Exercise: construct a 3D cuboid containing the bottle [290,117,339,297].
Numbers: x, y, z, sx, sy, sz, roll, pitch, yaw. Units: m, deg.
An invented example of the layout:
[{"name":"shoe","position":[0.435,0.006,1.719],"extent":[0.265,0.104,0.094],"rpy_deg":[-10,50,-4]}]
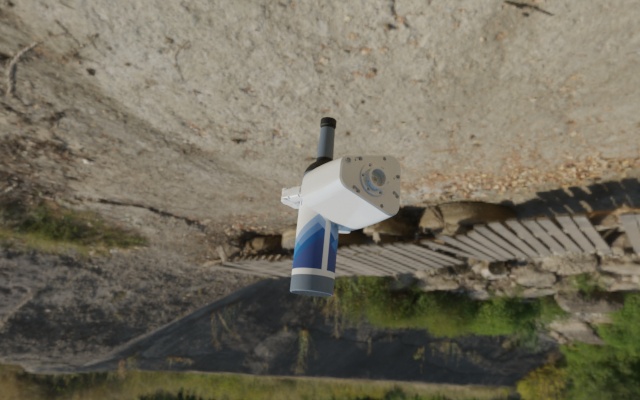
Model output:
[{"name":"bottle","position":[0.000,0.003,0.772],"extent":[0.069,0.295,0.069],"rpy_deg":[5,-18,2]}]
